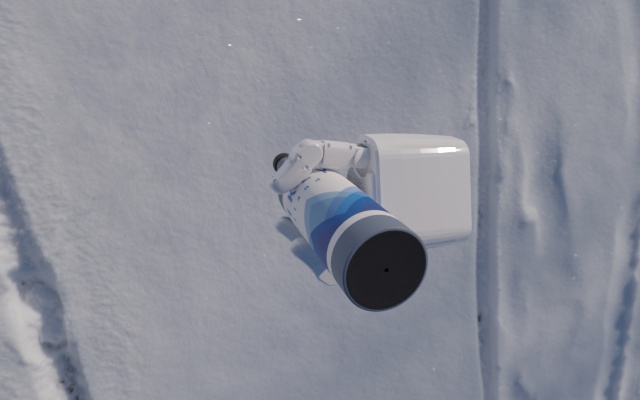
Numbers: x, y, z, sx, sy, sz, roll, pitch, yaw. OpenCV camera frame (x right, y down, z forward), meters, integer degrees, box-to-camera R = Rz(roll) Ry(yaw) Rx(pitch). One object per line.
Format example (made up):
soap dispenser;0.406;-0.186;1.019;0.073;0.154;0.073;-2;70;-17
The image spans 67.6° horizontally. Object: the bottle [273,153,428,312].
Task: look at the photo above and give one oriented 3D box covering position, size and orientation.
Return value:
bottle;0.000;0.002;0.465;0.069;0.069;0.295;0;19;-20
